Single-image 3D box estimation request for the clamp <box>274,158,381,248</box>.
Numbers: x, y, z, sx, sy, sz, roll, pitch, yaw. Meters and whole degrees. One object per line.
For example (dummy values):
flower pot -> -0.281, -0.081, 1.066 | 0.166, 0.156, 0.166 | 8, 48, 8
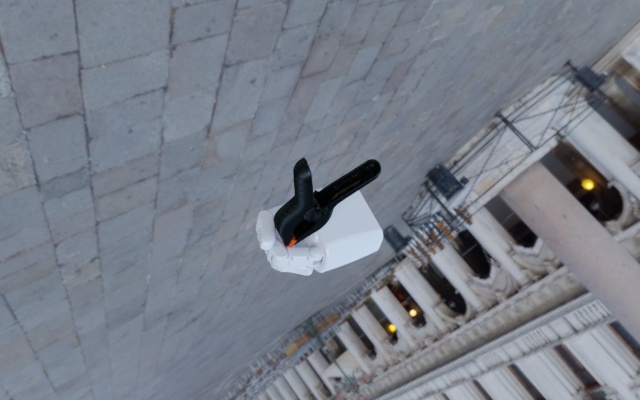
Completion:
clamp -> 0.000, 0.003, 0.601 | 0.120, 0.039, 0.172 | -3, -32, -26
